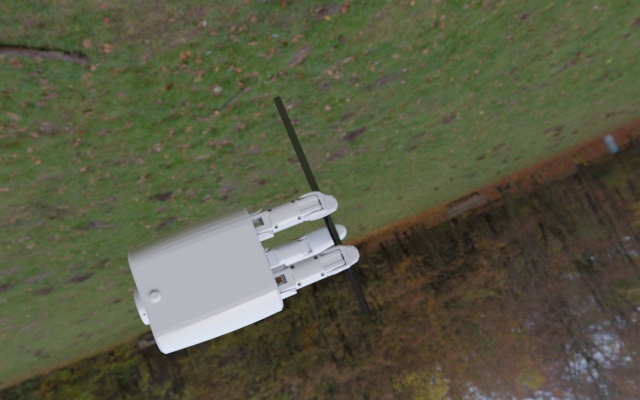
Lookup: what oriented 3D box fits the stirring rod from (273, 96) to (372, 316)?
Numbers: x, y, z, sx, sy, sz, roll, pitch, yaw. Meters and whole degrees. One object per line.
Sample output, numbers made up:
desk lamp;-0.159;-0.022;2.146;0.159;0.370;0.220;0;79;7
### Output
stirring rod;0.000;0.002;0.484;0.011;0.239;0.011;-22;-9;-4
